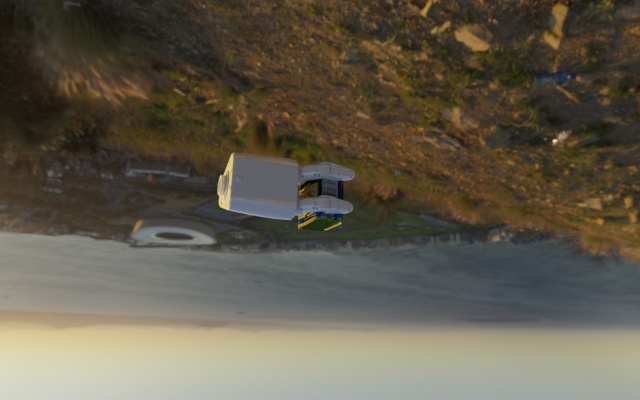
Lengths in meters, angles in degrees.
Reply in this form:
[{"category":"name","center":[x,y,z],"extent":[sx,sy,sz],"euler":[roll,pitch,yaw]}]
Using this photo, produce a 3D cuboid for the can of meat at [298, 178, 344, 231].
[{"category":"can of meat","center":[0.000,0.003,0.808],"extent":[0.057,0.084,0.102],"euler":[9,-17,-23]}]
